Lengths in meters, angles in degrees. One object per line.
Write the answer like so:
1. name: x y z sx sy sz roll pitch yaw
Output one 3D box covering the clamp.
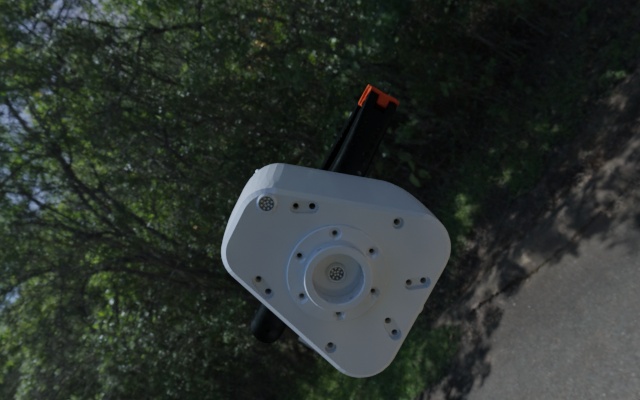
1. clamp: 0.000 0.001 0.416 0.036 0.210 0.164 27 6 -8
